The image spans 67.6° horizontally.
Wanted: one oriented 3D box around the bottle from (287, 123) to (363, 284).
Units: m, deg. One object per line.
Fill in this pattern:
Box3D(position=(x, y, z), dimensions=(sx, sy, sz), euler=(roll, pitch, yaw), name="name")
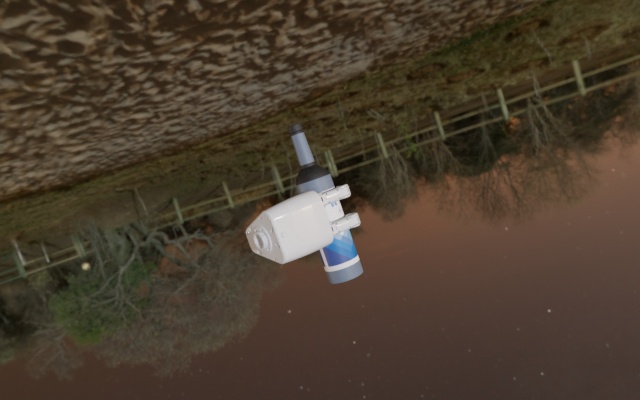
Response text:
Box3D(position=(0.000, 0.003, 0.874), dimensions=(0.069, 0.296, 0.069), euler=(-19, 4, 2), name="bottle")
